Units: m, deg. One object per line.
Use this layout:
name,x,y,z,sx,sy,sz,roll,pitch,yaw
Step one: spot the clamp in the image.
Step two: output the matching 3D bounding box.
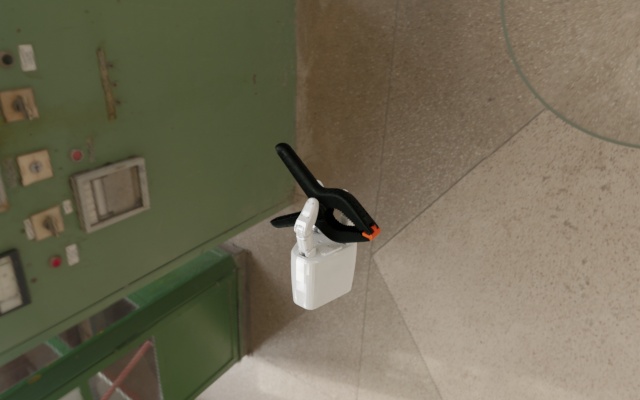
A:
clamp,0.000,0.003,0.767,0.210,0.165,0.036,20,36,29
